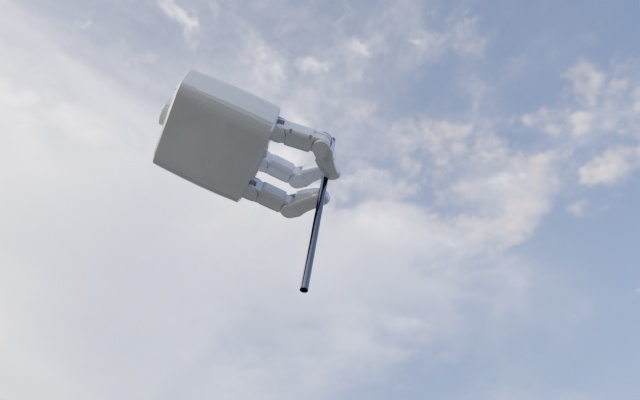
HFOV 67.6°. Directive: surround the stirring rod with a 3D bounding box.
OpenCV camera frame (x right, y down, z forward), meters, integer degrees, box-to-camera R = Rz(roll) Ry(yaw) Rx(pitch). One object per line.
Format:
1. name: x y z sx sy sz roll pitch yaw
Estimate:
1. stirring rod: 0.000 0.002 0.518 0.011 0.011 0.239 0 41 10
